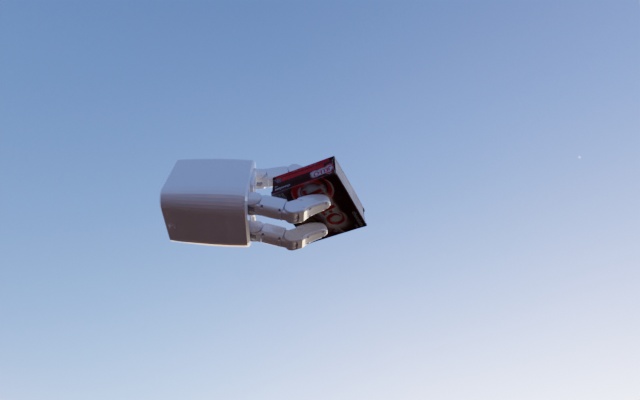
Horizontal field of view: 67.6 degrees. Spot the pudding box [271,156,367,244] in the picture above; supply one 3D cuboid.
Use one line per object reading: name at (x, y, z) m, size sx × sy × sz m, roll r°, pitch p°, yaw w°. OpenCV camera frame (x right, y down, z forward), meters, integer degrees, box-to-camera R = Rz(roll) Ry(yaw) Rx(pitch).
pudding box at (0.000, 0.002, 0.633) m, size 0.090 × 0.039 × 0.114 m, roll -18°, pitch -44°, yaw 17°
